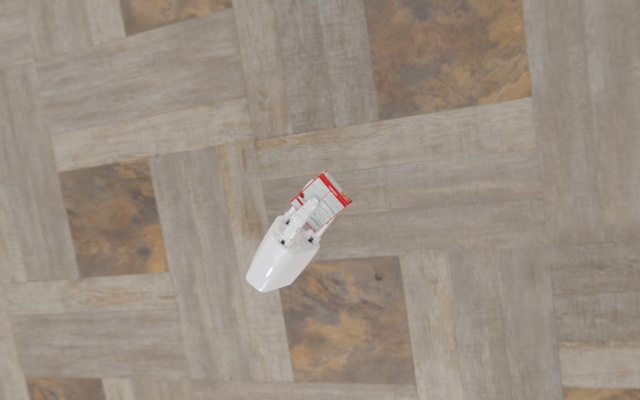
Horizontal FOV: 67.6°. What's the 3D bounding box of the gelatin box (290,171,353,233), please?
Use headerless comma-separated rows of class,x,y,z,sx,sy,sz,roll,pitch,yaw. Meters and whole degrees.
gelatin box,0.000,0.003,0.845,0.089,0.073,0.030,-42,-3,28
